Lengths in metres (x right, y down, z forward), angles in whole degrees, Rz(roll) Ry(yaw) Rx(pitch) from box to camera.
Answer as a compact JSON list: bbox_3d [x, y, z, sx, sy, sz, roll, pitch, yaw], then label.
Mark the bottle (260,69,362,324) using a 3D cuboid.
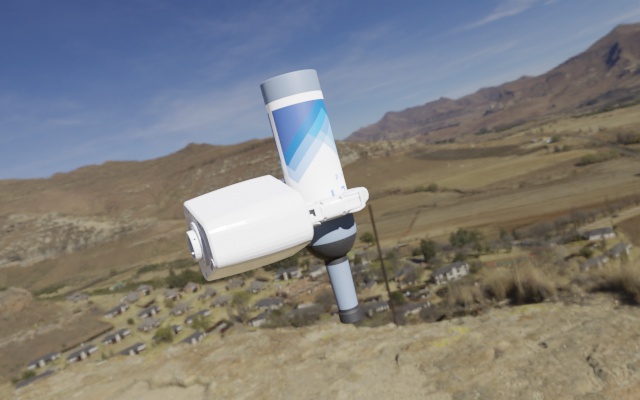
[{"bbox_3d":[0.000,0.002,0.560,0.069,0.296,0.069,-15,6,2],"label":"bottle"}]
